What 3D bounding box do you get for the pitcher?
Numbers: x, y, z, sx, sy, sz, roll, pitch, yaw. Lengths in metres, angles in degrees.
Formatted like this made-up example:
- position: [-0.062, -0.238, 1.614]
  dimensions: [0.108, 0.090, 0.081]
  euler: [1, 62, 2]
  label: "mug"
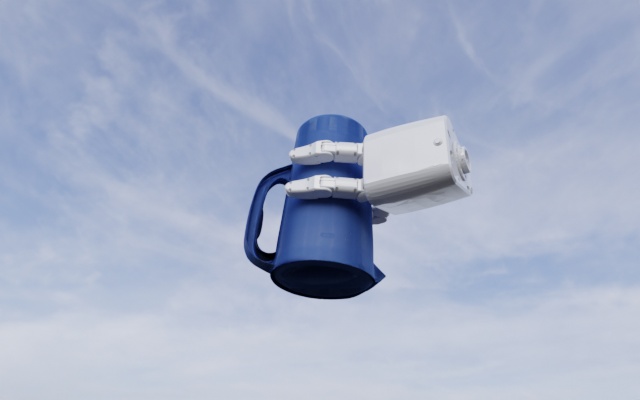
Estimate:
- position: [0.000, 0.002, 0.654]
  dimensions: [0.145, 0.242, 0.149]
  euler: [-14, -35, 28]
  label: "pitcher"
